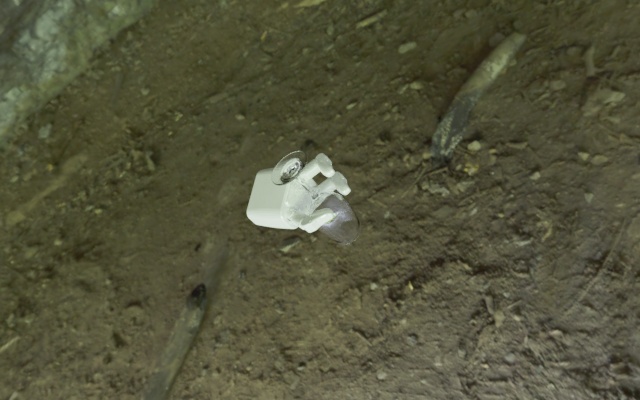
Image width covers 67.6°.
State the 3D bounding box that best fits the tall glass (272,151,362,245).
[{"bbox_3d":[0.000,0.002,0.870,0.079,0.079,0.201,0,-36,42],"label":"tall glass"}]
